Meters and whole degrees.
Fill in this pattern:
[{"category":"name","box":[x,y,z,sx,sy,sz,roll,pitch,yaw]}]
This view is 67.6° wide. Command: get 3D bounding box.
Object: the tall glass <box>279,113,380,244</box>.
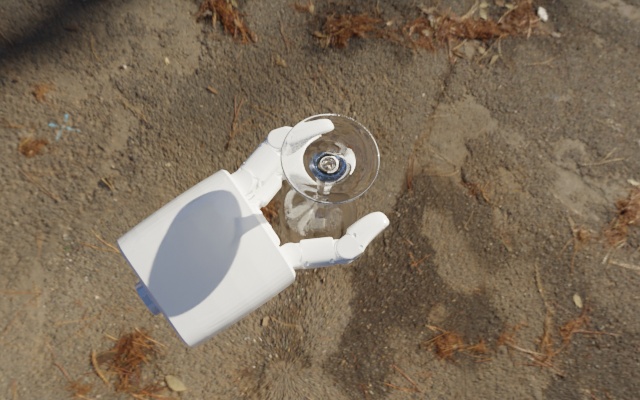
[{"category":"tall glass","box":[0.000,0.001,0.446,0.079,0.079,0.201,0,-20,-4]}]
